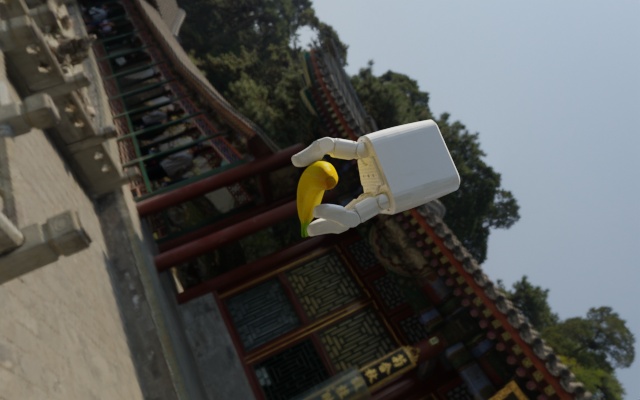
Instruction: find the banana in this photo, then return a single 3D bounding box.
[{"bbox_3d":[-0.006,-0.013,0.655,0.037,0.069,0.198,-12,-20,-14],"label":"banana"}]
